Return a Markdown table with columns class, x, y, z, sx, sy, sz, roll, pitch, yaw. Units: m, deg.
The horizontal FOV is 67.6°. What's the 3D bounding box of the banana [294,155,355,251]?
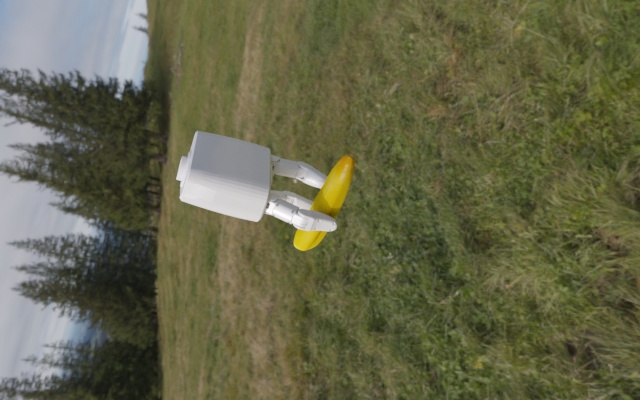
| class | x | y | z | sx | sy | sz | roll | pitch | yaw |
| --- | --- | --- | --- | --- | --- | --- | --- | --- | --- |
| banana | -0.002 | 0.018 | 0.685 | 0.037 | 0.069 | 0.198 | 17 | -42 | -15 |
